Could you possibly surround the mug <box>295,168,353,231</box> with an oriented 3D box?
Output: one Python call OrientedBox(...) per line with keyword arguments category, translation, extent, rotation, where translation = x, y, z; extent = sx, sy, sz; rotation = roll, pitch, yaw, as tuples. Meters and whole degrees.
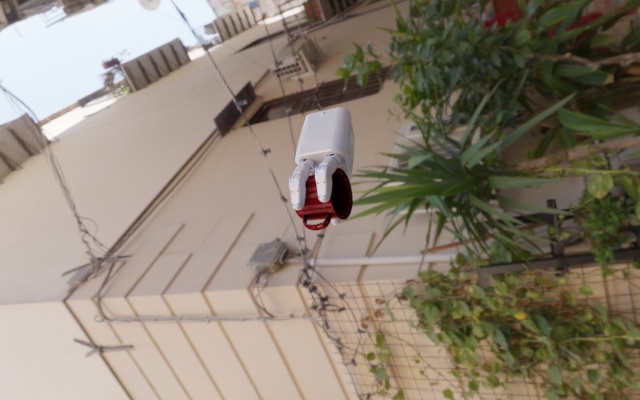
OrientedBox(category="mug", translation=(0.000, 0.004, 0.853), extent=(0.081, 0.117, 0.093), rotation=(-8, -36, 28))
